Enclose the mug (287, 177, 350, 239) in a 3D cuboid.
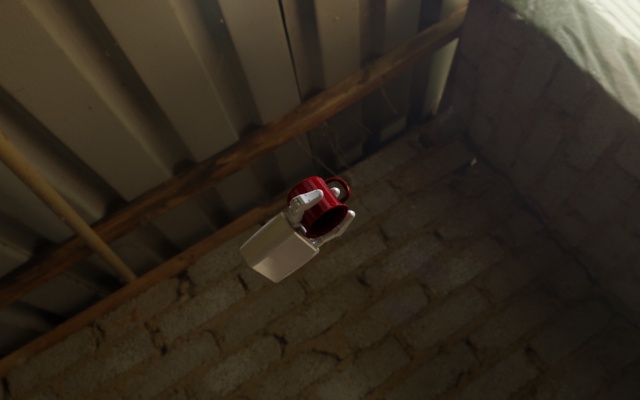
[{"bbox_3d":[0.001,0.002,0.883,0.117,0.081,0.093,-39,-24,4],"label":"mug"}]
